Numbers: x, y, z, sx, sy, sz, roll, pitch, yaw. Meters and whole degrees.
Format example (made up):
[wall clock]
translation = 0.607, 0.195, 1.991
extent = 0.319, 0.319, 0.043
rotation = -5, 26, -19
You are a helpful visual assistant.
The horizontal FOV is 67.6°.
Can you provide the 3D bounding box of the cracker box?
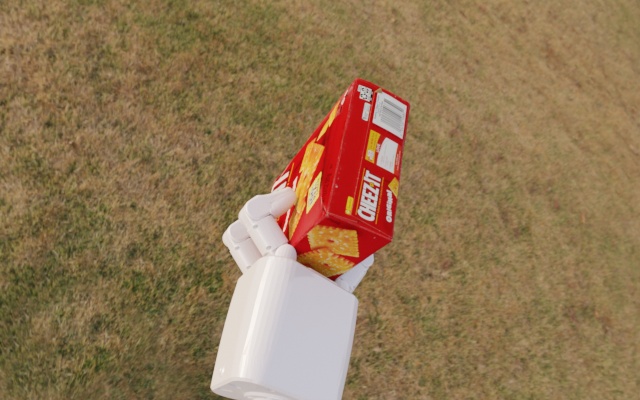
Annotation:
[cracker box]
translation = 0.000, 0.002, 0.501
extent = 0.072, 0.164, 0.214
rotation = 24, -35, -16
